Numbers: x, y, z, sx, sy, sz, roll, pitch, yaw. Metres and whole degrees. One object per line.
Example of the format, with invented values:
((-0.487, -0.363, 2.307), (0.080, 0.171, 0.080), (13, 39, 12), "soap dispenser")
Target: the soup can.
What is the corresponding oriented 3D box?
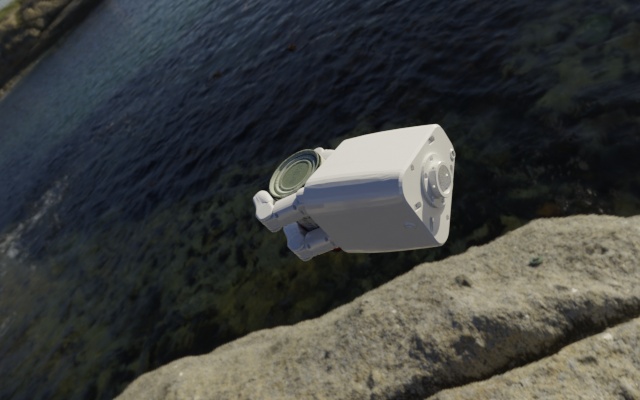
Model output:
((0.000, 0.001, 0.526), (0.068, 0.068, 0.102), (0, -37, 45), "soup can")
